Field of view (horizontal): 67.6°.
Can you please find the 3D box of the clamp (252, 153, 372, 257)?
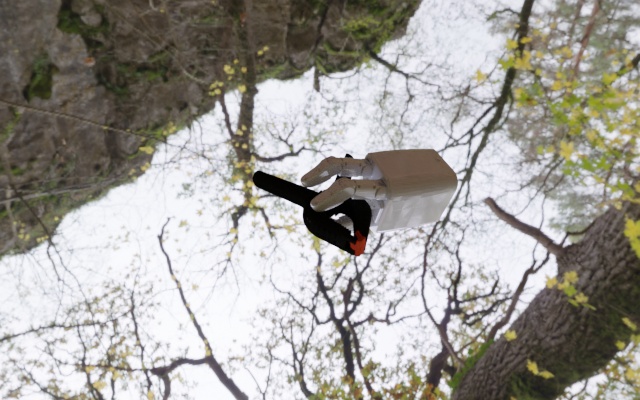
[{"bbox_3d":[0.000,0.003,0.667,0.164,0.036,0.209,-9,38,-13],"label":"clamp"}]
